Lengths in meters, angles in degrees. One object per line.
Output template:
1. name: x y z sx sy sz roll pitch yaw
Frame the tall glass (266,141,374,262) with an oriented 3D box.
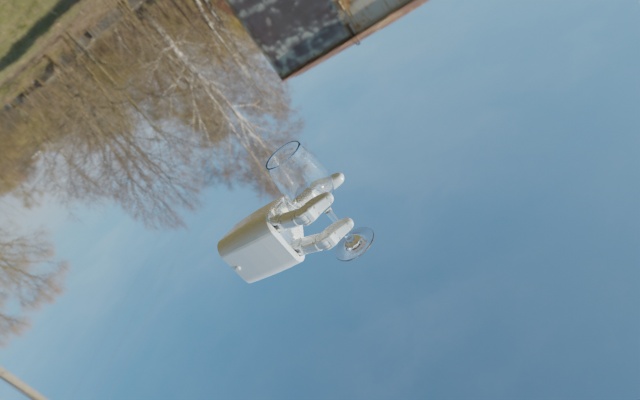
1. tall glass: 0.001 0.003 0.740 0.079 0.079 0.201 0 -44 51
